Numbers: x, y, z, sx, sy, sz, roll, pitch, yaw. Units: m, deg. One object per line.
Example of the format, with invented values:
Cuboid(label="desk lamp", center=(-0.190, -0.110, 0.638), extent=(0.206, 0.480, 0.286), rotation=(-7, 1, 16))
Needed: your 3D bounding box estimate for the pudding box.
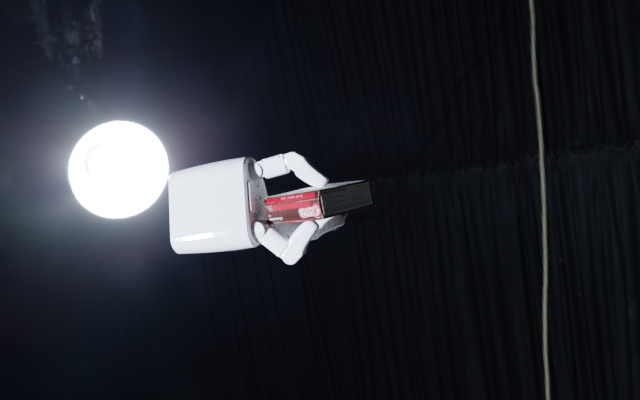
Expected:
Cuboid(label="pudding box", center=(0.000, 0.002, 0.595), extent=(0.090, 0.039, 0.113), rotation=(-6, 6, 39))
